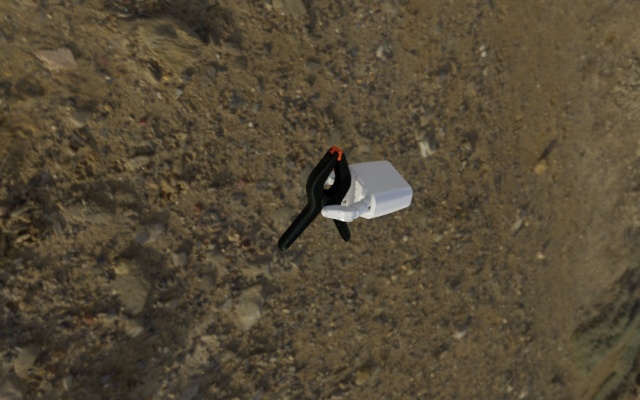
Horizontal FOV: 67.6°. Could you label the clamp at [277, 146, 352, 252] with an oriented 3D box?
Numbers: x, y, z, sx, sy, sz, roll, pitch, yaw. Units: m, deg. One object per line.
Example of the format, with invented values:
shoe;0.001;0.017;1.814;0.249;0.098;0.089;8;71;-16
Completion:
clamp;0.001;0.003;0.882;0.164;0.210;0.036;-12;34;-32
